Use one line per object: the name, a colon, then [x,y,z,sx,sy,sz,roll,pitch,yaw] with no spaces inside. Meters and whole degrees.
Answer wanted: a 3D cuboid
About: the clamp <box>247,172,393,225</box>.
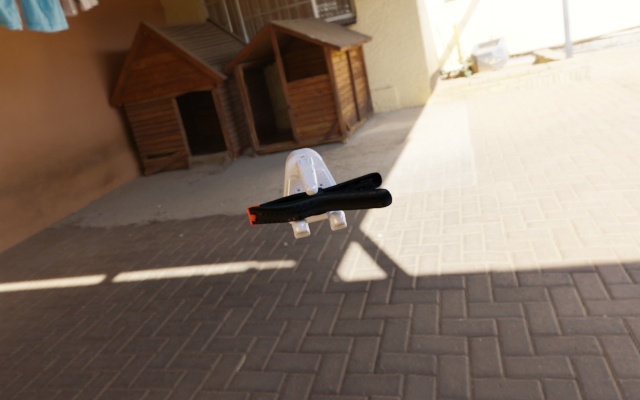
clamp: [-0.001,0.002,0.674,0.210,0.036,0.164,-13,10,-2]
